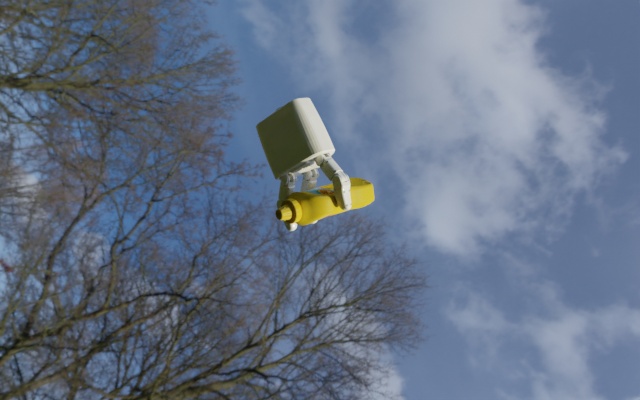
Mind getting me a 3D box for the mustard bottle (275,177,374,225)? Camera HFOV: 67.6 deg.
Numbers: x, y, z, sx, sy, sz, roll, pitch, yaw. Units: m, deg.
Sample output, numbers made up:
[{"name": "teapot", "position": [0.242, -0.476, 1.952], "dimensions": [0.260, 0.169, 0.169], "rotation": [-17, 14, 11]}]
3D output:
[{"name": "mustard bottle", "position": [0.000, 0.003, 0.831], "dimensions": [0.191, 0.058, 0.096], "rotation": [-16, 13, -43]}]
